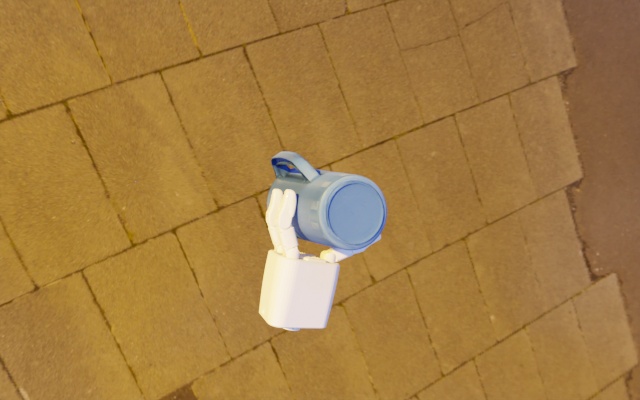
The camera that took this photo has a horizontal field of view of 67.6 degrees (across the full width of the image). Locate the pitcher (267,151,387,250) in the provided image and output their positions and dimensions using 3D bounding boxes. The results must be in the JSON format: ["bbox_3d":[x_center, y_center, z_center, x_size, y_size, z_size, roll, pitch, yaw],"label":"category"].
[{"bbox_3d":[0.000,0.003,0.774,0.149,0.145,0.243,12,-1,-21],"label":"pitcher"}]
